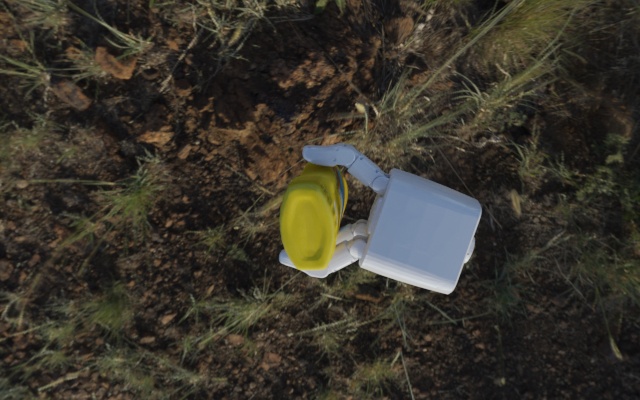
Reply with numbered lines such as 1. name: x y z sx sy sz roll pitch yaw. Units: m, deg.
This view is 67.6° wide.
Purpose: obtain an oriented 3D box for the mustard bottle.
1. mustard bottle: 0.000 0.002 0.564 0.058 0.096 0.191 -4 16 10
